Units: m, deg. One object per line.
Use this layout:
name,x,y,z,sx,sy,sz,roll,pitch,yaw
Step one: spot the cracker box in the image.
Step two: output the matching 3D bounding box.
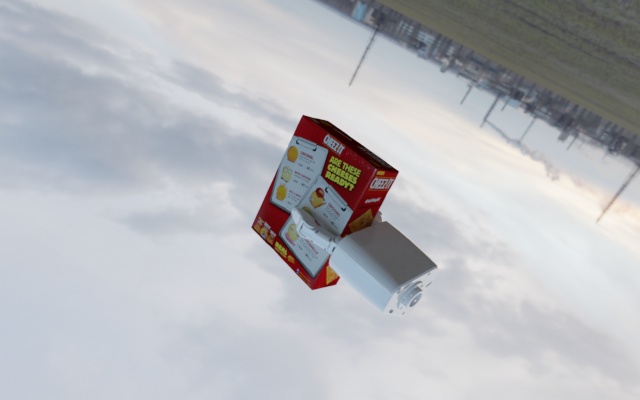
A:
cracker box,0.000,0.003,0.738,0.164,0.214,0.072,41,25,32
